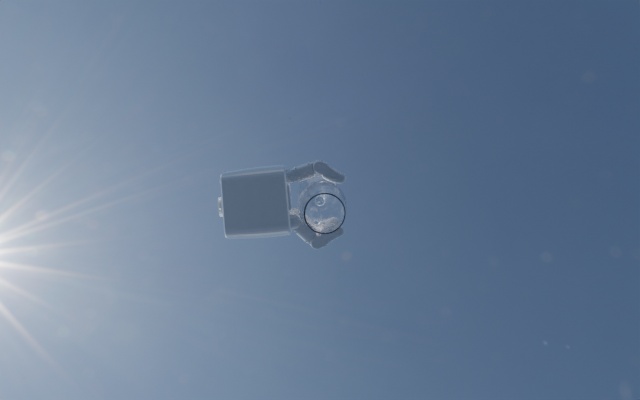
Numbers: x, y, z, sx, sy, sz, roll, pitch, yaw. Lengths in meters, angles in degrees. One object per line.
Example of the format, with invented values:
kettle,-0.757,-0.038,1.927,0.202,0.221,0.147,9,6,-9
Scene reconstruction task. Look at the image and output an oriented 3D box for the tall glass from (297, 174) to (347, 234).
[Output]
tall glass,0.000,0.002,0.793,0.079,0.079,0.201,0,10,-4
